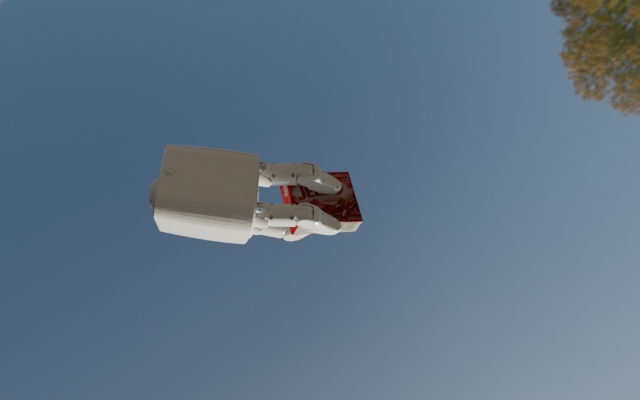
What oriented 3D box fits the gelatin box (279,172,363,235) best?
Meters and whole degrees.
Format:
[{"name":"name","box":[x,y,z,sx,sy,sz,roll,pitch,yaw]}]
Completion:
[{"name":"gelatin box","box":[0.000,0.002,0.584,0.089,0.073,0.030,-2,-30,-23]}]
